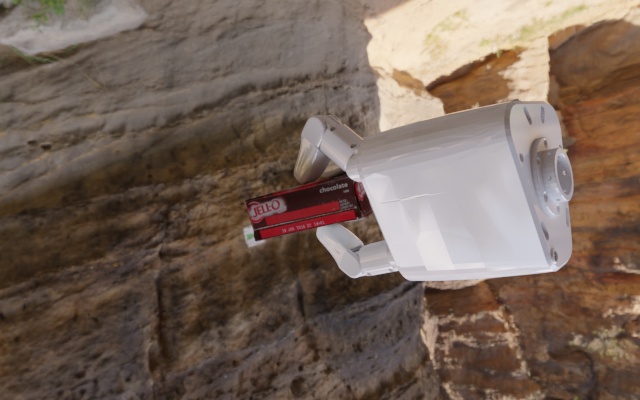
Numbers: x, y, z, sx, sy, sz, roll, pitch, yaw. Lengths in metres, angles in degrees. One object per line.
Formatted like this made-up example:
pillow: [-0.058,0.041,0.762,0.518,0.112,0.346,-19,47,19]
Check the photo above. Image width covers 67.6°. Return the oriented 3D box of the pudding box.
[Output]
pudding box: [0.000,0.001,0.408,0.090,0.039,0.113,-12,0,15]
